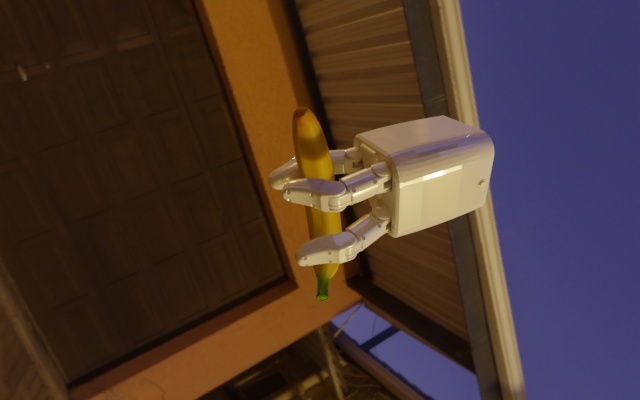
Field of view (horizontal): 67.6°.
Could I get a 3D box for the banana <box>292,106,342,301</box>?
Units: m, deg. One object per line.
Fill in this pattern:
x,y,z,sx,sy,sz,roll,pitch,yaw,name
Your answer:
0.000,-0.001,0.488,0.037,0.198,0.069,-8,18,0,banana
